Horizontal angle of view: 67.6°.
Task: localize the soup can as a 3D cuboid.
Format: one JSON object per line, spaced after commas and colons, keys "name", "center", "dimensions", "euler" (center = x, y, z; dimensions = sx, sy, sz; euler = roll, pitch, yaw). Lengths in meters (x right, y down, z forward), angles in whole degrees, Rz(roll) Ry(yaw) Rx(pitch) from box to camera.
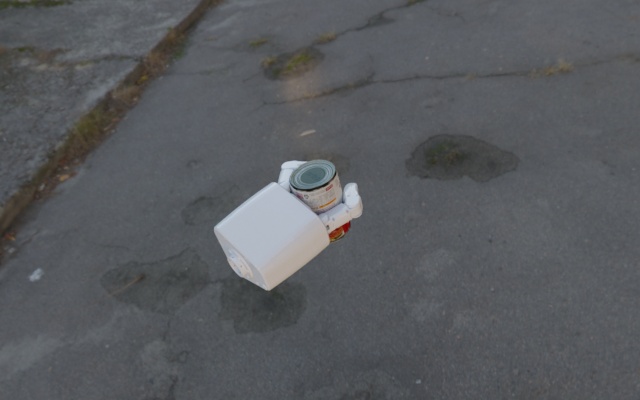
{"name": "soup can", "center": [0.000, 0.002, 0.674], "dimensions": [0.068, 0.102, 0.068], "euler": [-10, 38, 8]}
